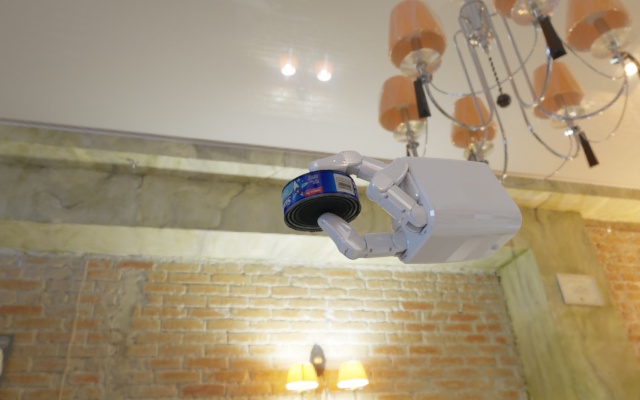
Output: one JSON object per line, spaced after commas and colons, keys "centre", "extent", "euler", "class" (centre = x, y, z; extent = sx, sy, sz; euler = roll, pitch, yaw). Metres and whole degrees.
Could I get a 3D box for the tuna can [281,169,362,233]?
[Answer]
{"centre": [0.000, 0.001, 0.527], "extent": [0.086, 0.033, 0.086], "euler": [-8, -28, -4], "class": "tuna can"}
